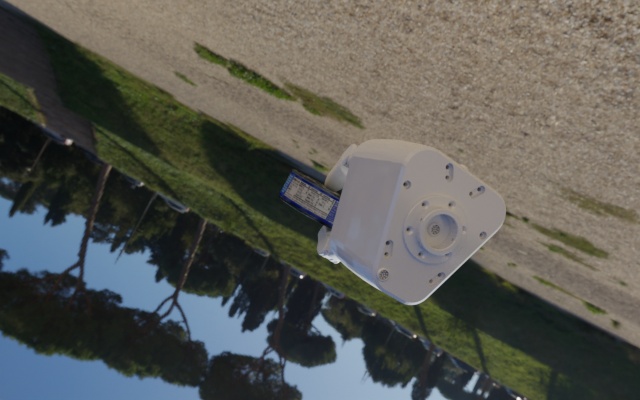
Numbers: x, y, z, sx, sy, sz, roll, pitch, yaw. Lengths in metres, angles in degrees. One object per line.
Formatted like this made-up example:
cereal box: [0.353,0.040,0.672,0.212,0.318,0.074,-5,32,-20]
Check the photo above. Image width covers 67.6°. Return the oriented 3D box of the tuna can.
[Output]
tuna can: [0.000,0.002,0.504,0.086,0.034,0.086,29,3,-2]
